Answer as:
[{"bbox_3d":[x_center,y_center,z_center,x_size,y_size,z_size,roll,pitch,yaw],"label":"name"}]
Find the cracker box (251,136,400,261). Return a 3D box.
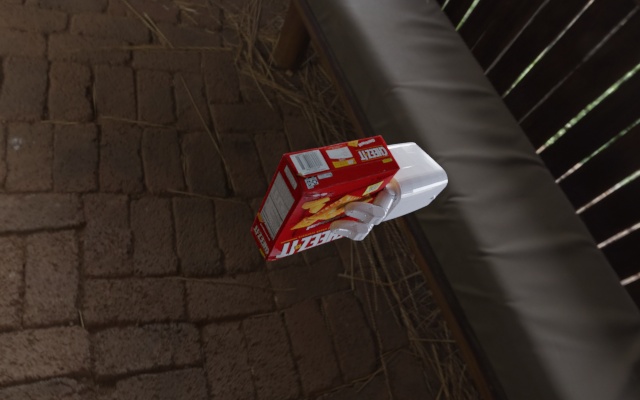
[{"bbox_3d":[0.000,0.002,0.729,0.164,0.072,0.214,-15,-25,-29],"label":"cracker box"}]
